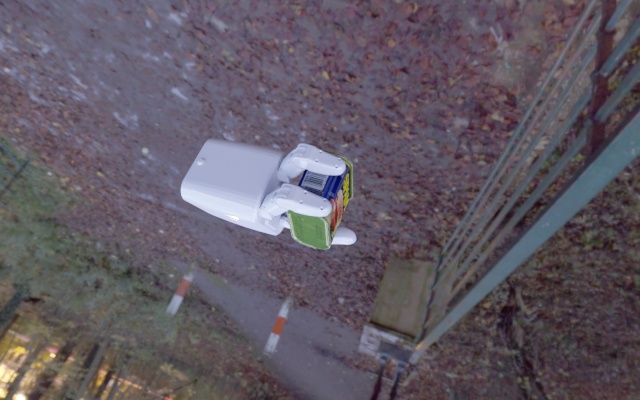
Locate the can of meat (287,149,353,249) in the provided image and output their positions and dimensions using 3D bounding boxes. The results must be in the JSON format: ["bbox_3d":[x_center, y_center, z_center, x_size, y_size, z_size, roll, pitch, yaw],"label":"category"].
[{"bbox_3d":[0.000,0.002,0.583,0.057,0.084,0.102,16,-28,13],"label":"can of meat"}]
